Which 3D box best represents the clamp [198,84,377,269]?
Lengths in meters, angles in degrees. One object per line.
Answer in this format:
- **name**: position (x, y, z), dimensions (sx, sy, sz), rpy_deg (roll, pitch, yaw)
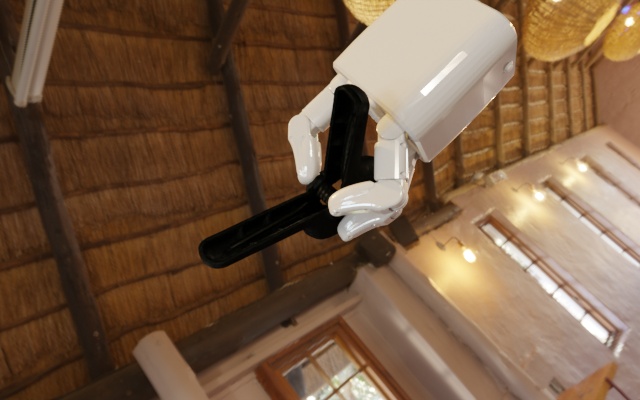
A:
- **clamp**: position (0.000, 0.001, 0.408), dimensions (0.164, 0.036, 0.210), rpy_deg (-43, -21, 7)
